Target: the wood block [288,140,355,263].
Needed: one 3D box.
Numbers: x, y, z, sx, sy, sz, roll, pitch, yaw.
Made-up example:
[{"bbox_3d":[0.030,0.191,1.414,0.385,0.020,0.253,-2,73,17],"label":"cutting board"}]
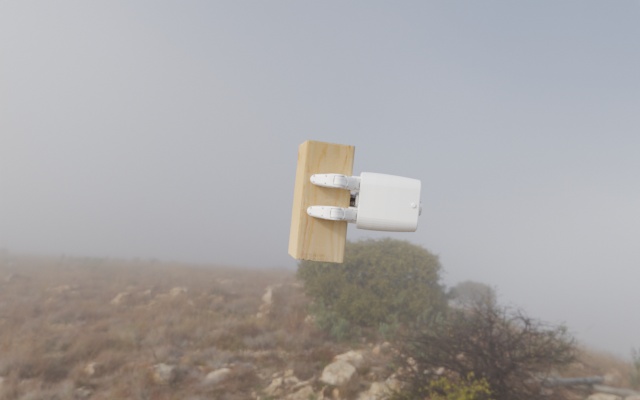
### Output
[{"bbox_3d":[0.000,0.003,0.868,0.090,0.206,0.091,6,-1,-11],"label":"wood block"}]
